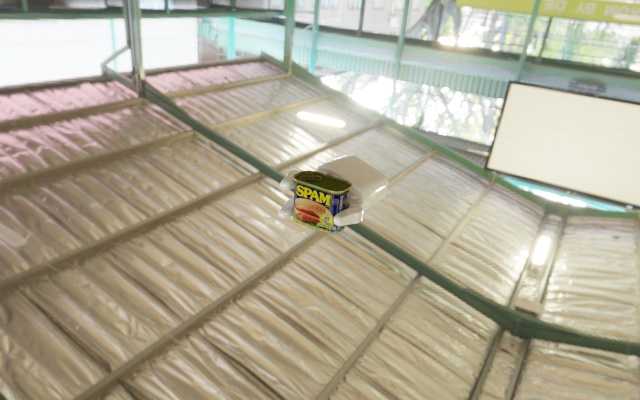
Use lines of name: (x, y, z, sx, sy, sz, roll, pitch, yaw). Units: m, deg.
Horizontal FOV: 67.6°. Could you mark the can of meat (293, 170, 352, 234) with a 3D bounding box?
can of meat: (0.000, 0.003, 0.837, 0.102, 0.084, 0.057, 19, 28, 27)
